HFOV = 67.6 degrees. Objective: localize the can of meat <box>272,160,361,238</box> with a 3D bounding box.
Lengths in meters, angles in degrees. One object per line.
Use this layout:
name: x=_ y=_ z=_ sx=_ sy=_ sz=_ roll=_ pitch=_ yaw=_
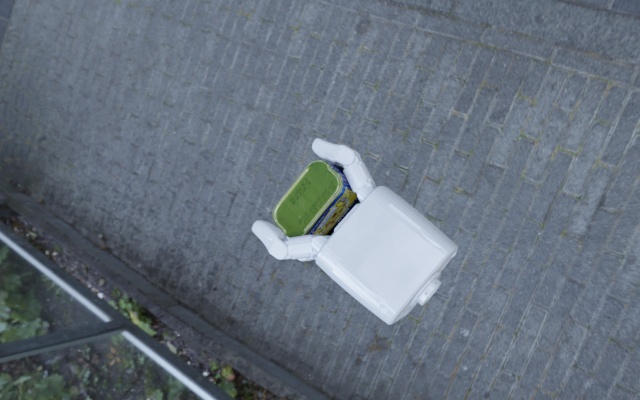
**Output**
can of meat: x=0.000 y=0.002 z=0.579 sx=0.057 sy=0.102 sz=0.084 roll=44 pitch=14 yaw=20
